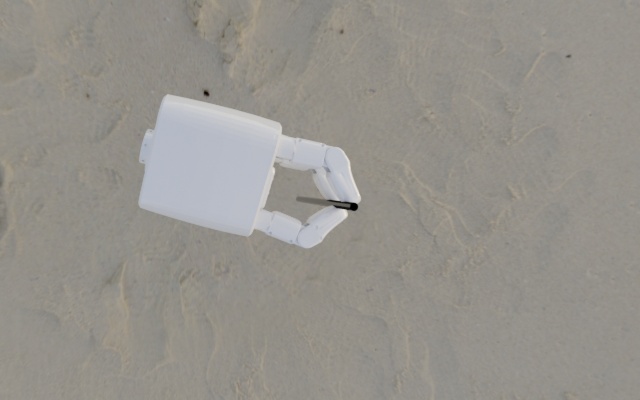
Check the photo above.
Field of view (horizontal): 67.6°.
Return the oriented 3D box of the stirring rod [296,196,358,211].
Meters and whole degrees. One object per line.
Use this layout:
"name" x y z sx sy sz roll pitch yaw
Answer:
"stirring rod" 0.000 0.002 0.545 0.011 0.011 0.239 0 2 -14
